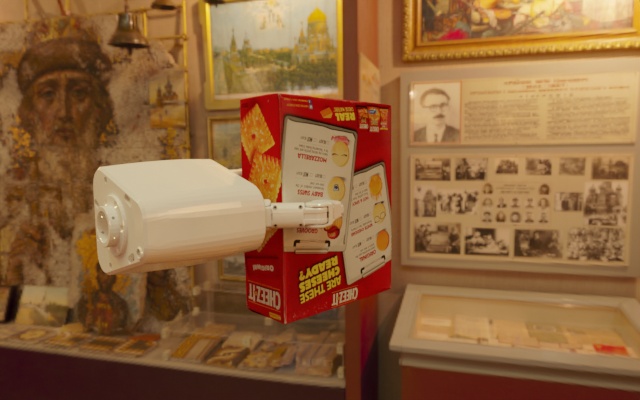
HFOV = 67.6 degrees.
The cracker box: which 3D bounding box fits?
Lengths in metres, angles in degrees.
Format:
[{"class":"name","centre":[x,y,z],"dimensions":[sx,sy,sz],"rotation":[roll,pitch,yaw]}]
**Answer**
[{"class":"cracker box","centre":[0.000,0.002,0.509],"dimensions":[0.164,0.214,0.072],"rotation":[-6,8,-43]}]
